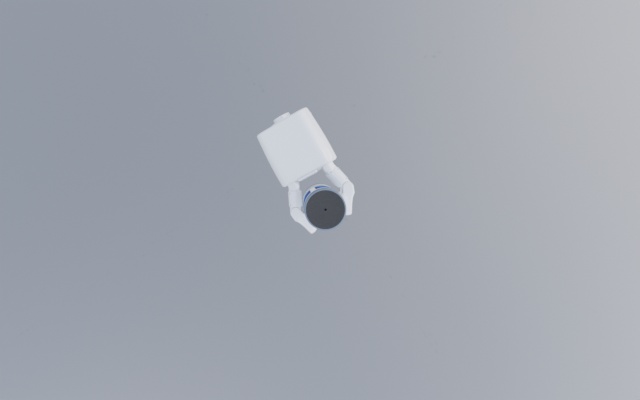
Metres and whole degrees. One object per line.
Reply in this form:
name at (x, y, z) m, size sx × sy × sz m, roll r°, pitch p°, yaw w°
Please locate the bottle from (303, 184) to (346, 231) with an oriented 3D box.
bottle at (0.000, 0.003, 0.894) m, size 0.069 × 0.069 × 0.295 m, roll 0°, pitch 5°, yaw -3°
